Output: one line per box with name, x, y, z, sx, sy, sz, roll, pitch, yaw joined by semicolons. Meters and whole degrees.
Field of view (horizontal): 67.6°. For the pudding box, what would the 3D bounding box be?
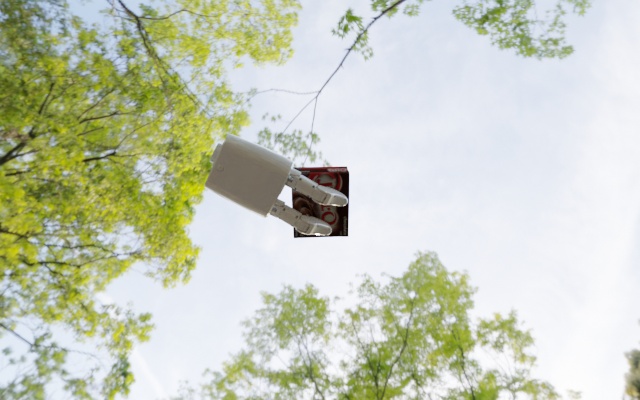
pudding box;0.000;0.002;0.759;0.090;0.113;0.039;-1;24;-1
